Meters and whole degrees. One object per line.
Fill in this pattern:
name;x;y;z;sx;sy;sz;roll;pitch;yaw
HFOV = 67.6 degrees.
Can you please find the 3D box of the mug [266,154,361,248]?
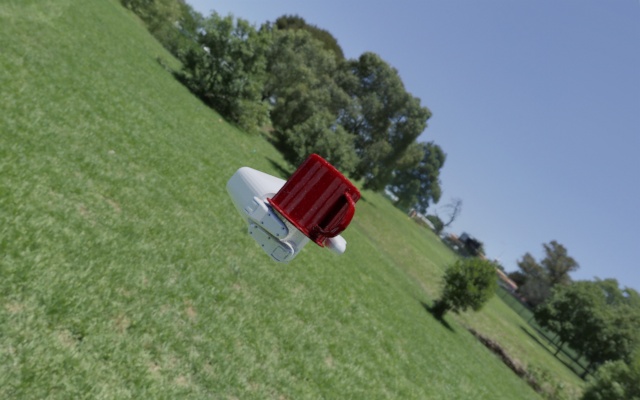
mug;0.001;0.002;0.575;0.093;0.081;0.117;41;0;-36
